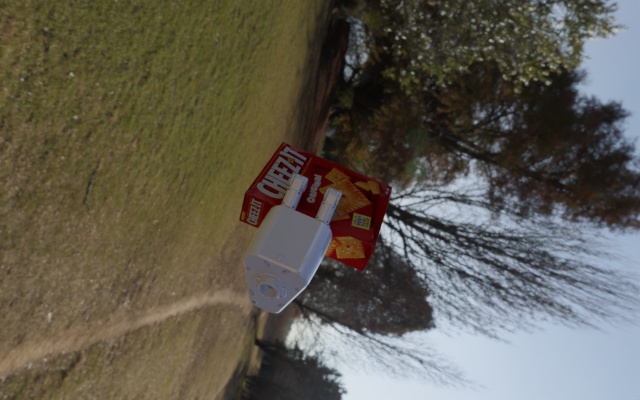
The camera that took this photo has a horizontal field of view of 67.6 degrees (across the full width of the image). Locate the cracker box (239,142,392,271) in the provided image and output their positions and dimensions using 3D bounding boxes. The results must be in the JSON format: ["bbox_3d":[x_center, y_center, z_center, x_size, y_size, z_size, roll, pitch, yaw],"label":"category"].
[{"bbox_3d":[0.000,0.003,0.789,0.213,0.072,0.164,23,40,3],"label":"cracker box"}]
